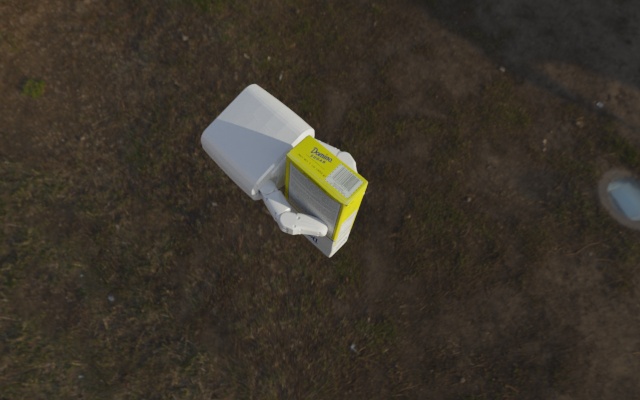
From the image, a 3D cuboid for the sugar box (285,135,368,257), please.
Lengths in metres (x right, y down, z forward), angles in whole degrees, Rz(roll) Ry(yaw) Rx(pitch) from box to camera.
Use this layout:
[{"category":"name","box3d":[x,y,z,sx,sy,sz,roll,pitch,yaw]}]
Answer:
[{"category":"sugar box","box3d":[0.000,0.001,0.608,0.093,0.048,0.176,41,-20,13]}]
